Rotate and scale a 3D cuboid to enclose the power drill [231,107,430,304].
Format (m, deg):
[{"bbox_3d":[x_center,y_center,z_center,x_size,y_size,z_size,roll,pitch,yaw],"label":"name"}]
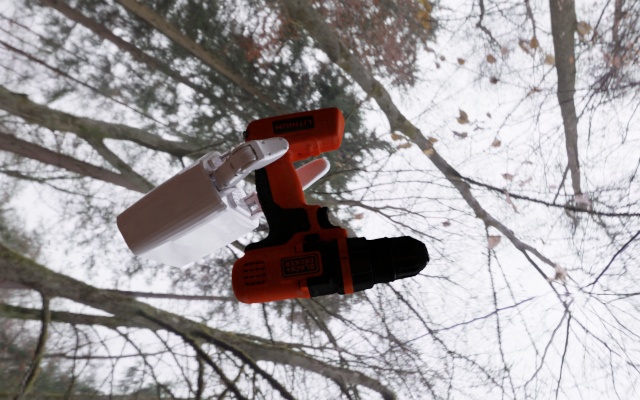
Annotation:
[{"bbox_3d":[0.000,0.001,0.471,0.184,0.187,0.057,-8,-25,0],"label":"power drill"}]
